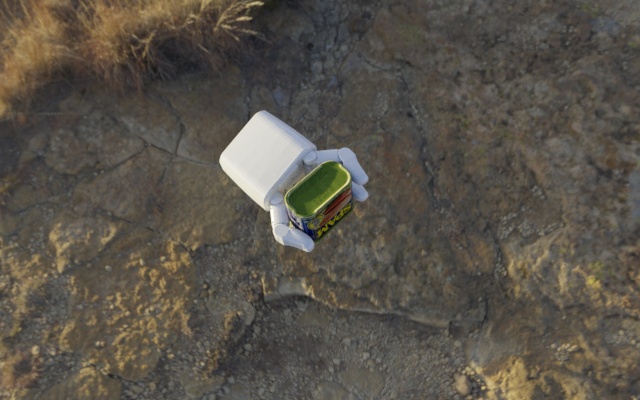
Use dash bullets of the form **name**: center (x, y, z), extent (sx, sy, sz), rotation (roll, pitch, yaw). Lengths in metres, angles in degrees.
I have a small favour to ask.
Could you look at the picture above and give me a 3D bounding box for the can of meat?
- **can of meat**: center (0.000, 0.002, 0.672), extent (0.057, 0.102, 0.084), rotation (42, -18, 23)
